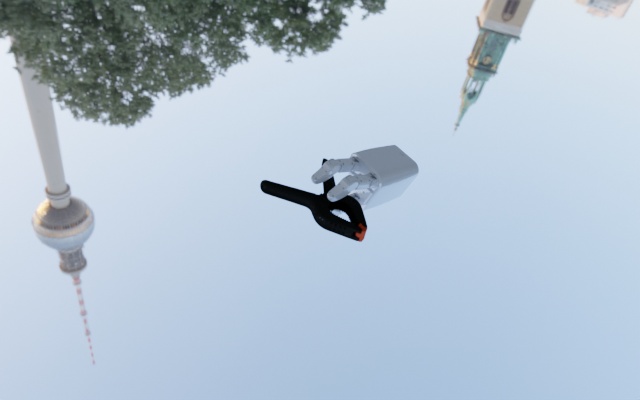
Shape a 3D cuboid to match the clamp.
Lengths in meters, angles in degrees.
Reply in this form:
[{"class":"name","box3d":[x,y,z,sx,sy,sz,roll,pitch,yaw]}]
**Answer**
[{"class":"clamp","box3d":[0.000,0.004,0.871,0.164,0.036,0.210,-18,49,-30]}]
